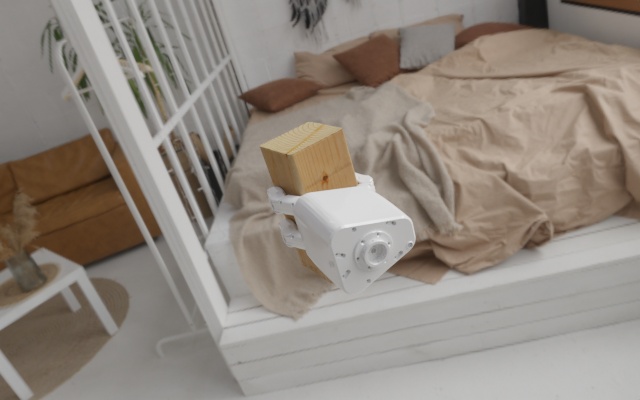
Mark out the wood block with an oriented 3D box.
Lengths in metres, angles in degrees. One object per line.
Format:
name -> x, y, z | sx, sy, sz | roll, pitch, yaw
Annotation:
wood block -> 0.001, 0.002, 0.694 | 0.091, 0.206, 0.090 | -30, 29, -25
